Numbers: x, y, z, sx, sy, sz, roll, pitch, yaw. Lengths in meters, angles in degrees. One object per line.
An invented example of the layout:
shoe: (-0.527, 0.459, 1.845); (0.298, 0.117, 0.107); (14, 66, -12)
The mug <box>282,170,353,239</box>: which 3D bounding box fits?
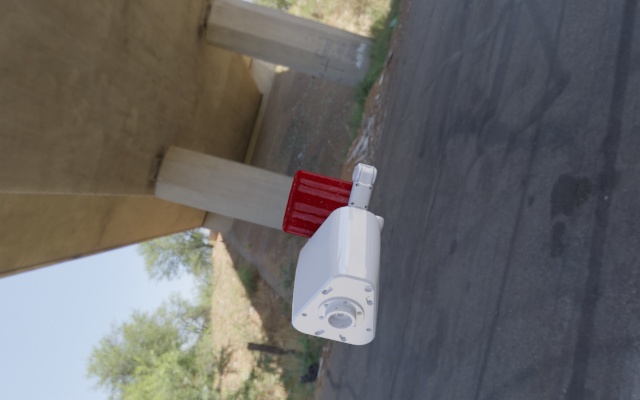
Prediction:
mug: (0.000, 0.001, 0.616); (0.081, 0.093, 0.117); (14, 36, -5)
